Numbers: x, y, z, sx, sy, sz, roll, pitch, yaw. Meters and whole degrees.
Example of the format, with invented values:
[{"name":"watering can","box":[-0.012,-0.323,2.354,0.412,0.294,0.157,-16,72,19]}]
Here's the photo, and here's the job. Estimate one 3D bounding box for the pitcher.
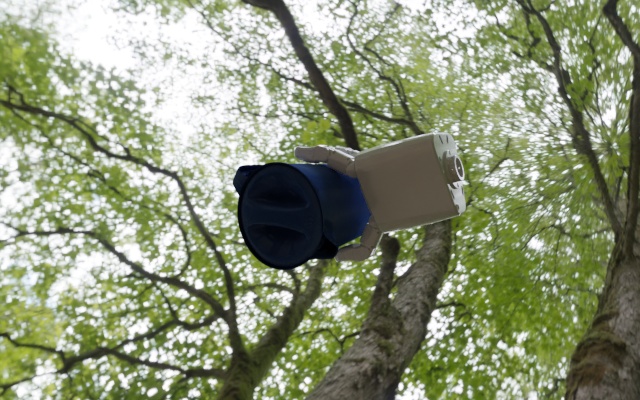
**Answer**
[{"name":"pitcher","box":[0.000,0.002,0.683,0.145,0.149,0.243,-16,-3,32]}]
